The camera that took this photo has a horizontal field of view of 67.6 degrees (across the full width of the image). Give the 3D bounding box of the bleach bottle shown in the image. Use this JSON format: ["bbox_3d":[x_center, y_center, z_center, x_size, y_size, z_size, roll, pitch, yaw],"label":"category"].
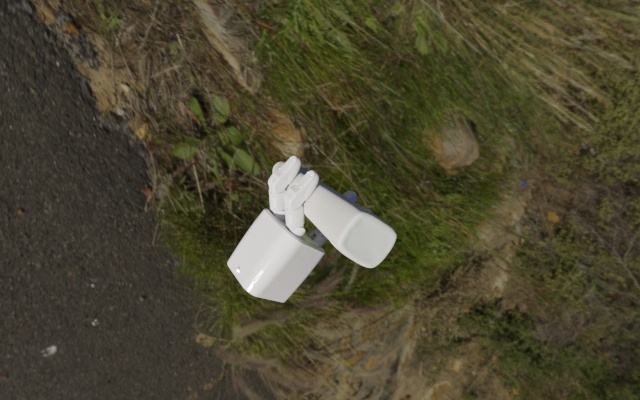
[{"bbox_3d":[0.000,0.002,0.726,0.103,0.068,0.250,33,4,-41],"label":"bleach bottle"}]
